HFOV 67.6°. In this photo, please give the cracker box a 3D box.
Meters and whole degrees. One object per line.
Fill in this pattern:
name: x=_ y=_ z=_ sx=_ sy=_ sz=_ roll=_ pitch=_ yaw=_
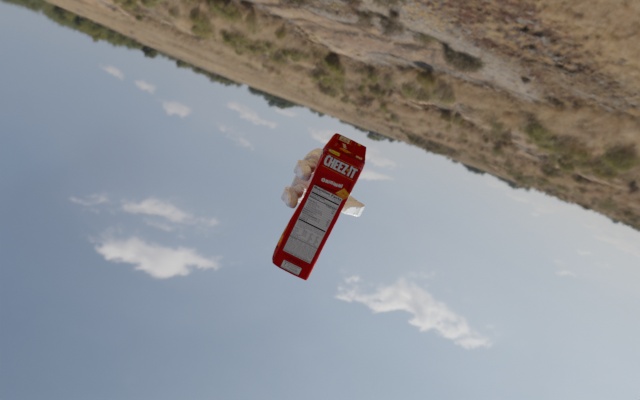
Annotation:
cracker box: x=0.000 y=0.003 z=0.801 sx=0.072 sy=0.214 sz=0.164 roll=25 pitch=16 yaw=-1
